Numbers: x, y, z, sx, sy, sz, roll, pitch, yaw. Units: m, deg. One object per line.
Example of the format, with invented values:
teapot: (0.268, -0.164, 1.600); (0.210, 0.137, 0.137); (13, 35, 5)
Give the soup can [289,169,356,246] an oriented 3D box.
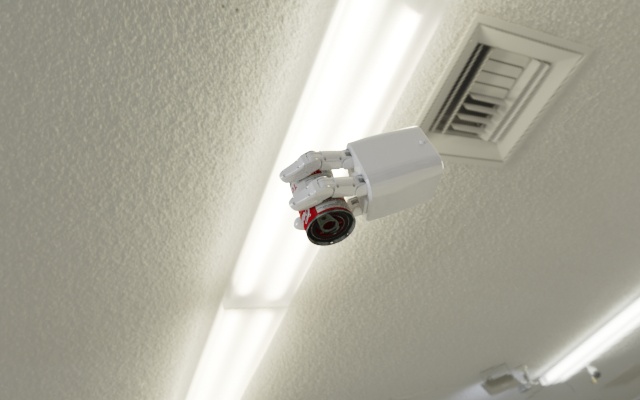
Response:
soup can: (0.000, 0.002, 0.656); (0.068, 0.068, 0.102); (0, 44, -23)
